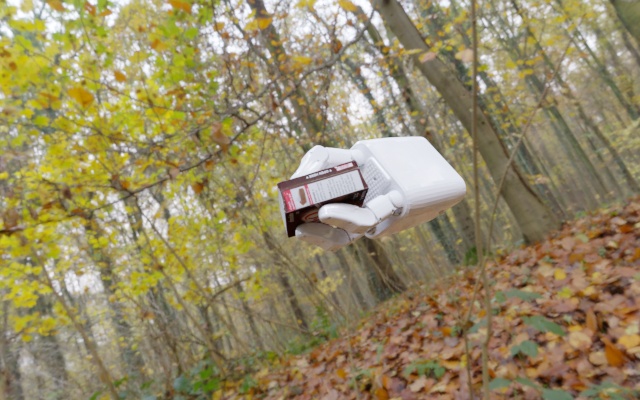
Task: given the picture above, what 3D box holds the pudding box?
[{"bbox_3d":[0.000,0.002,0.530,0.090,0.039,0.113,-18,-18,-7],"label":"pudding box"}]
